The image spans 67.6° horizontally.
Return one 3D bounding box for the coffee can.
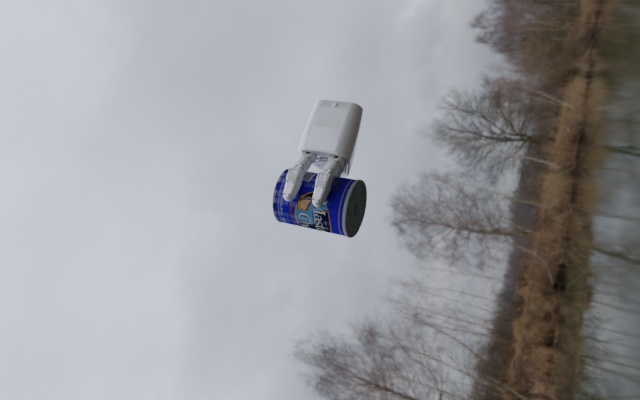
[{"bbox_3d":[0.000,0.003,0.855,0.140,0.103,0.103,11,4,22],"label":"coffee can"}]
